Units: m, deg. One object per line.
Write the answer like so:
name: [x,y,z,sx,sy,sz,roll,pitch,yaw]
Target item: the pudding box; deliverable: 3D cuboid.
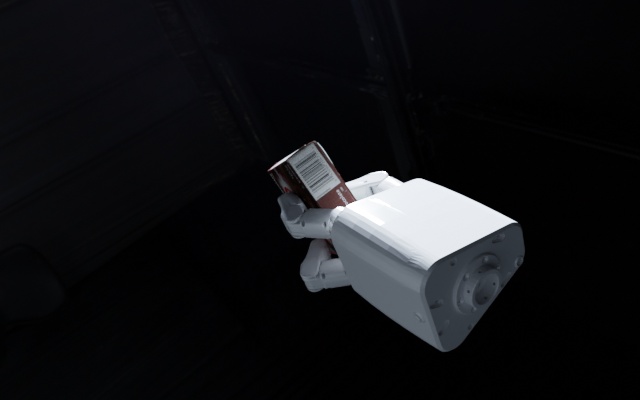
pudding box: [0.000,0.001,0.479,0.039,0.113,0.090,-35,7,-17]
